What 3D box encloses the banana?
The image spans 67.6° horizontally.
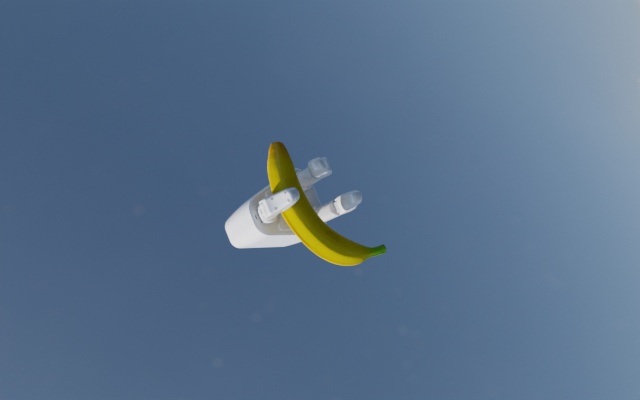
[{"bbox_3d":[-0.010,0.017,0.596,0.069,0.198,0.037,-46,4,-21],"label":"banana"}]
